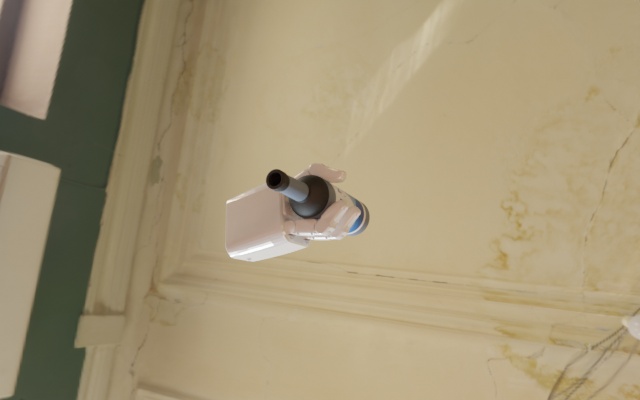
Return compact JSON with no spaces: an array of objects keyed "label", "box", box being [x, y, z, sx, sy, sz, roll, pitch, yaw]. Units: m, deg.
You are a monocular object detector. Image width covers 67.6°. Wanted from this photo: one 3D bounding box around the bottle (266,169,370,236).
[{"label":"bottle","box":[0.000,0.002,0.741,0.069,0.069,0.296,0,-12,24]}]
